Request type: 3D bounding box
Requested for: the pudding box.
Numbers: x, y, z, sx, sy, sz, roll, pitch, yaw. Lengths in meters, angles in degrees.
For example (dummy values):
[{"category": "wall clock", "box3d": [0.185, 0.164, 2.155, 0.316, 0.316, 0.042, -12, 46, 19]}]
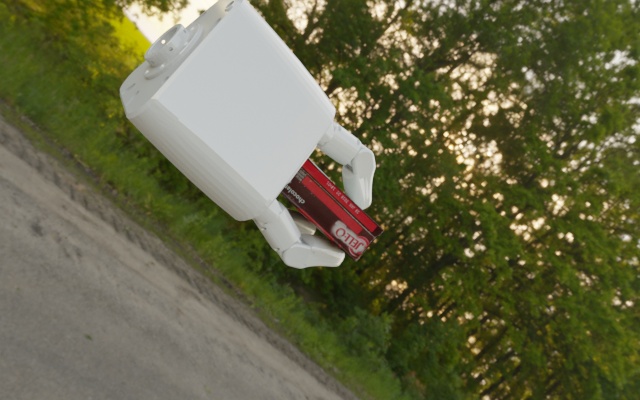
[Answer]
[{"category": "pudding box", "box3d": [0.000, 0.001, 0.413, 0.090, 0.039, 0.113, 44, 0, -8]}]
